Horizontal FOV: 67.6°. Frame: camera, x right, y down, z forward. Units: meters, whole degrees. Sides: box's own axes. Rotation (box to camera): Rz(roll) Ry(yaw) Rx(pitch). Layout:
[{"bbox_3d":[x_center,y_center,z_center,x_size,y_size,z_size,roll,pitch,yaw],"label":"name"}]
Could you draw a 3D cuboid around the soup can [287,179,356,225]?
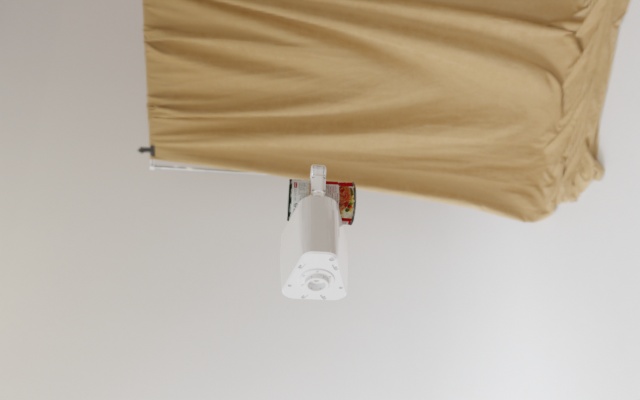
[{"bbox_3d":[0.000,0.002,0.744,0.102,0.068,0.068,3,0,-5],"label":"soup can"}]
